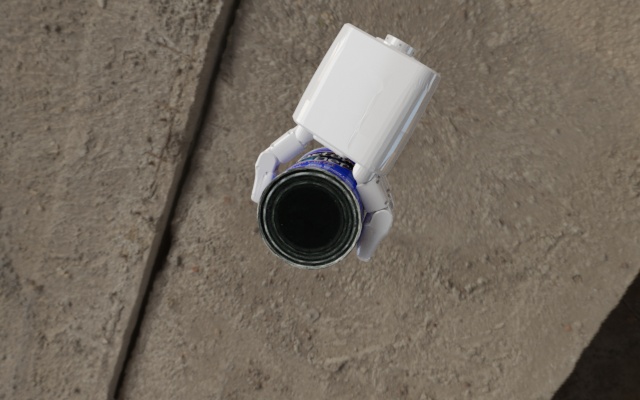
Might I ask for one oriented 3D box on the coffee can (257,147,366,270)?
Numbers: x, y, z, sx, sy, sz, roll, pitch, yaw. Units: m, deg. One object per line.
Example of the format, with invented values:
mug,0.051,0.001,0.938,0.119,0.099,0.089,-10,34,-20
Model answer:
coffee can,0.000,0.002,0.520,0.103,0.103,0.140,0,14,10
